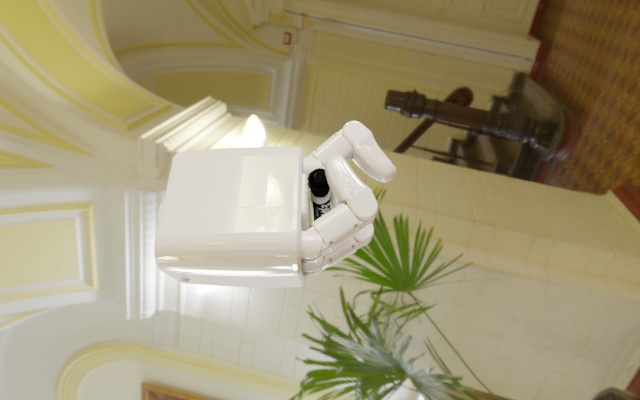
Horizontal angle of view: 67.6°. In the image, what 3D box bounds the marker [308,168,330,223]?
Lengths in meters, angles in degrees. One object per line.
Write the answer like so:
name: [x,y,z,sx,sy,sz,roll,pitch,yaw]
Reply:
marker: [0.000,0.001,0.427,0.020,0.020,0.121,0,-19,1]
